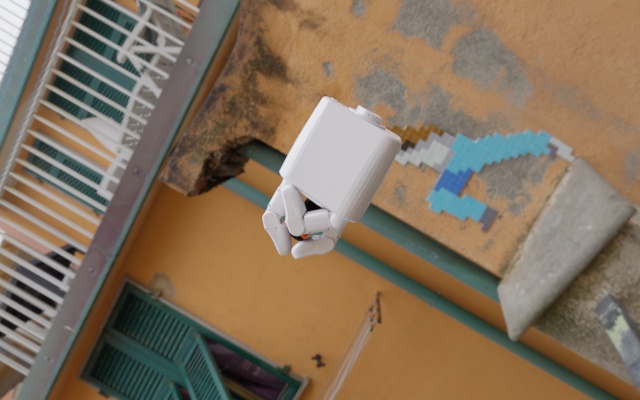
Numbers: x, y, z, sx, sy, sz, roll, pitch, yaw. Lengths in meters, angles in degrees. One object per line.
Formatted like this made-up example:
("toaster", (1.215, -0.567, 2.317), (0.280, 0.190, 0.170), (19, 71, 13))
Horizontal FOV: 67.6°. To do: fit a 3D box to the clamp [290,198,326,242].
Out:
("clamp", (-0.001, 0.002, 0.654), (0.039, 0.120, 0.171), (30, 14, 1))
